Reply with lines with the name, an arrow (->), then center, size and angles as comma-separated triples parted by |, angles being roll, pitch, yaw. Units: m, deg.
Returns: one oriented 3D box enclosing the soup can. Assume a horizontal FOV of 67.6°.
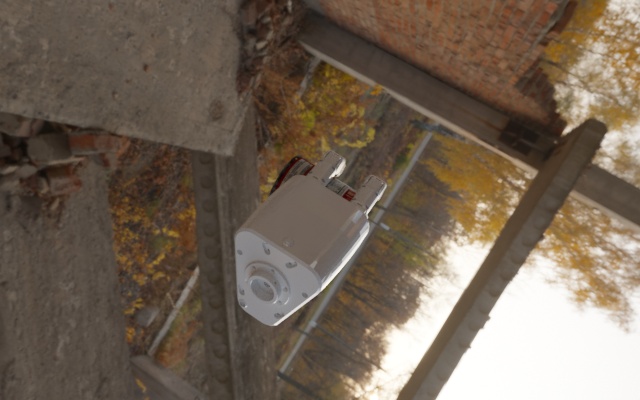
soup can -> 0.001, 0.002, 0.555 | 0.102, 0.068, 0.068 | 32, 6, 10
